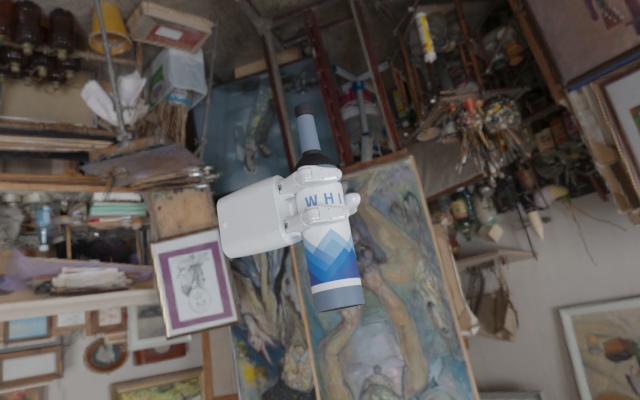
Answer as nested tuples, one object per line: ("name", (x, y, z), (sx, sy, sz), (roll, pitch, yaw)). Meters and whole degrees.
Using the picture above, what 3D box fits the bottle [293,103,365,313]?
("bottle", (0.000, 0.002, 0.666), (0.069, 0.295, 0.069), (-10, -15, -3))
